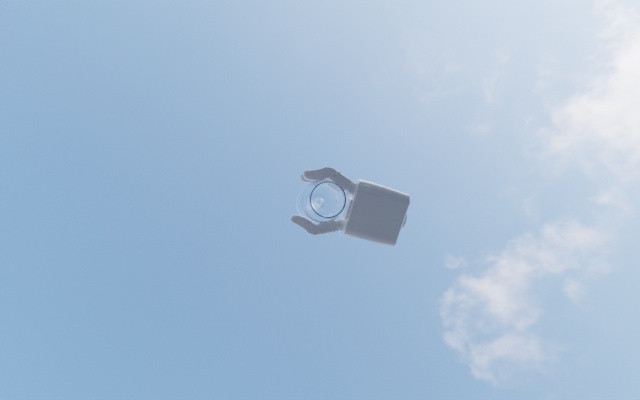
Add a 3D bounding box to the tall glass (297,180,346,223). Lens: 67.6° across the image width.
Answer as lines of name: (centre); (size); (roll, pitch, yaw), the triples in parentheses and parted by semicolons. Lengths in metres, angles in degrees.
tall glass: (0.000, 0.003, 0.898); (0.079, 0.079, 0.201); (0, -2, -7)
